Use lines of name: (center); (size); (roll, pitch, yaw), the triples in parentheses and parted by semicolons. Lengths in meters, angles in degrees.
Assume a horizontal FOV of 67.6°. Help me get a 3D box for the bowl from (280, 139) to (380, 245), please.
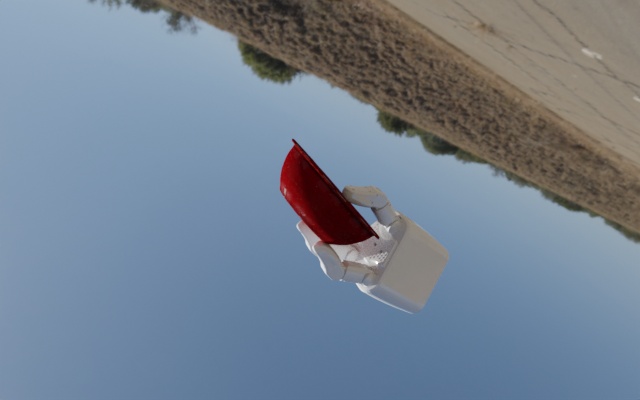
bowl: (-0.001, 0.001, 0.586); (0.055, 0.162, 0.162); (-41, -3, 3)
